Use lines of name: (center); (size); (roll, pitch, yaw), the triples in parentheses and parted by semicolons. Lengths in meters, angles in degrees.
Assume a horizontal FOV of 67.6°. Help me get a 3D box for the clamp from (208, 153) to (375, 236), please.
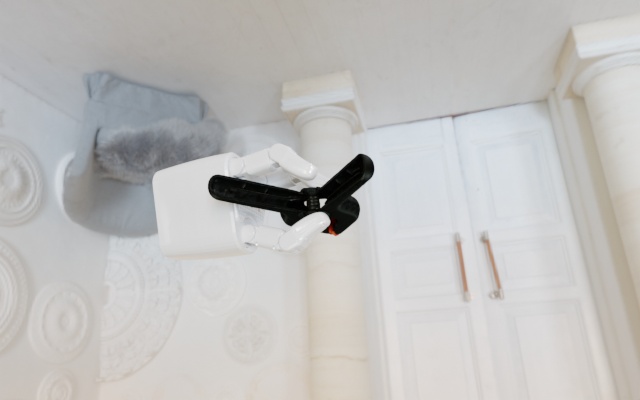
clamp: (0.000, 0.003, 0.530); (0.164, 0.036, 0.210); (-8, -19, 20)
